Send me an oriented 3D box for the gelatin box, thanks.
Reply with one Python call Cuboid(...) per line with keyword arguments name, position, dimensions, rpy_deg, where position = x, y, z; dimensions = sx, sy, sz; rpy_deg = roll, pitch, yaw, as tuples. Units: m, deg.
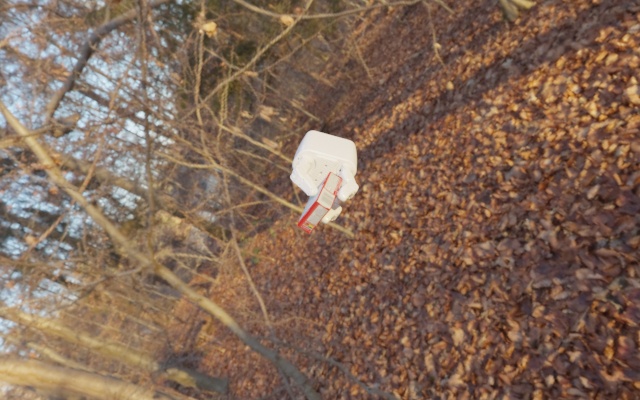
Cuboid(name="gelatin box", position=(0.000, 0.003, 0.817), dimensions=(0.030, 0.089, 0.073), rpy_deg=(33, -49, -8))
